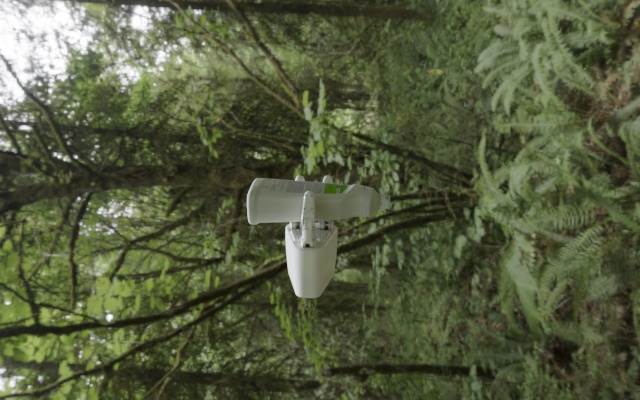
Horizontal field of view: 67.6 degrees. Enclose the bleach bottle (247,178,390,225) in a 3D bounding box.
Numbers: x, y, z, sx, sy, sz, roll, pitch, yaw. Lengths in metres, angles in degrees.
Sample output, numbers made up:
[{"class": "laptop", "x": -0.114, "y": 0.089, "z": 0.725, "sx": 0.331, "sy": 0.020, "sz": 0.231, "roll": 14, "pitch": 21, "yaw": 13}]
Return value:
[{"class": "bleach bottle", "x": 0.000, "y": 0.003, "z": 0.868, "sx": 0.251, "sy": 0.068, "sz": 0.102, "roll": 2, "pitch": 25, "yaw": 3}]
